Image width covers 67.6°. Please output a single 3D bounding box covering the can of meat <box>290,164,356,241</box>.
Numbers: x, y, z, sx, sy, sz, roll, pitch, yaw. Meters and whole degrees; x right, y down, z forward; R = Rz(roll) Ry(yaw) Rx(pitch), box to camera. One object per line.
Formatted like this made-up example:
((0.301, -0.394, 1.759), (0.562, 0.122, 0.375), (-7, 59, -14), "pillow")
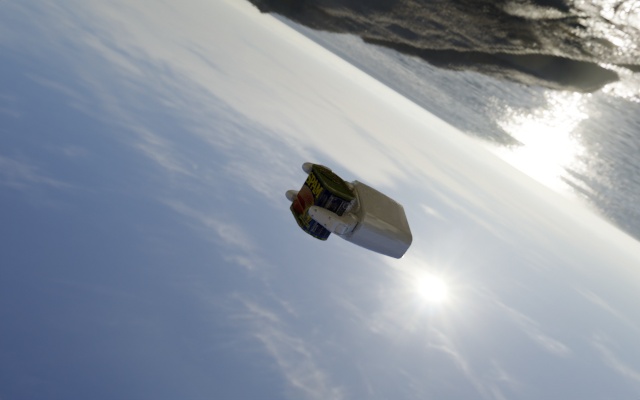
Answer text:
((0.000, 0.003, 0.753), (0.057, 0.084, 0.102), (23, 17, -27), "can of meat")
